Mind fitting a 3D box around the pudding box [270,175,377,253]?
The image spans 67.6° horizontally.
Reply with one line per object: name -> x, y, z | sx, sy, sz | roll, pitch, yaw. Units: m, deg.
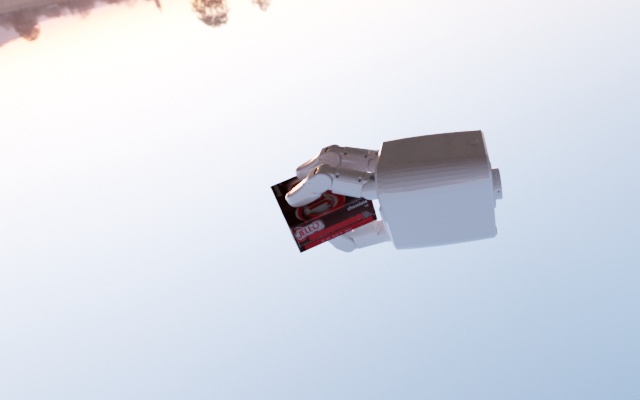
pudding box -> 0.000, 0.002, 0.529 | 0.090, 0.039, 0.113 | -23, 27, -7
